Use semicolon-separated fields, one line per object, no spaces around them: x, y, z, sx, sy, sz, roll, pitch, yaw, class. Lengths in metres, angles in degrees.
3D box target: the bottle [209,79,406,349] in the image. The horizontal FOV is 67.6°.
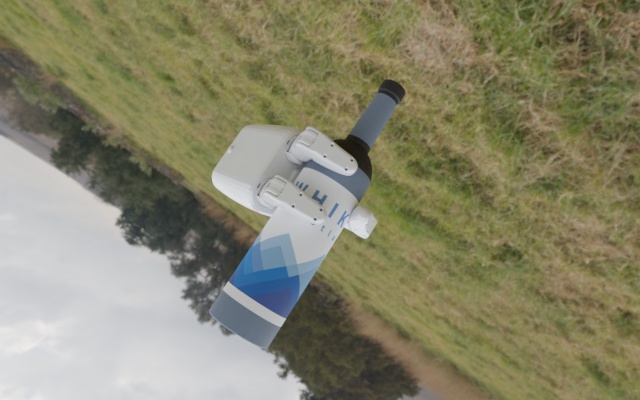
0.000;0.002;0.481;0.069;0.295;0.069;32;-10;6;bottle
